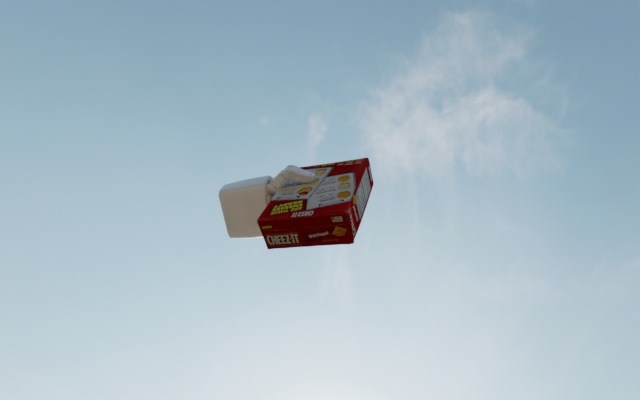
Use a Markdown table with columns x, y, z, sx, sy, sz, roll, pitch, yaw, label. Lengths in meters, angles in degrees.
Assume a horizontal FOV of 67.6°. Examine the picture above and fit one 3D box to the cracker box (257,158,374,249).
| x | y | z | sx | sy | sz | roll | pitch | yaw | label |
| --- | --- | --- | --- | --- | --- | --- | --- | --- | --- |
| 0.000 | 0.003 | 0.888 | 0.164 | 0.072 | 0.213 | -6 | 28 | 20 | cracker box |
